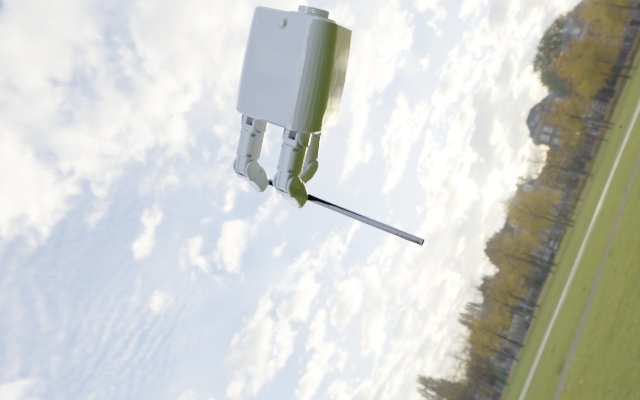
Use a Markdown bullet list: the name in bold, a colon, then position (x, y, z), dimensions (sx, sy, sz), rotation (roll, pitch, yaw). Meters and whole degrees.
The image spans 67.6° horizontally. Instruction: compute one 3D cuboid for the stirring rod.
- **stirring rod**: position (0.000, 0.002, 0.520), dimensions (0.239, 0.011, 0.011), rotation (21, 10, 26)
